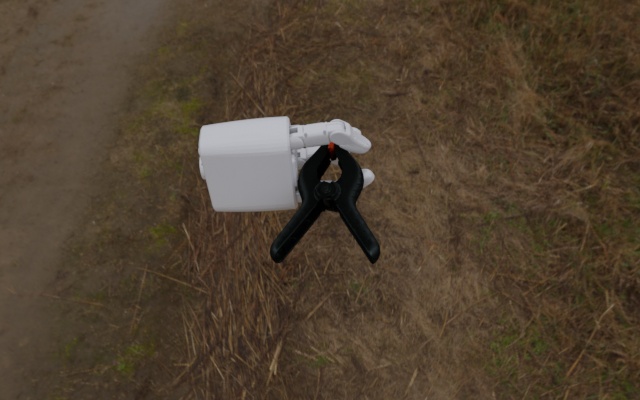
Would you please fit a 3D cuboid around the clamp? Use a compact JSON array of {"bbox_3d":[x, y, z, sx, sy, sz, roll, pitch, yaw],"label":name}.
[{"bbox_3d":[0.000,0.001,0.554,0.120,0.171,0.039,-5,-36,1],"label":"clamp"}]
